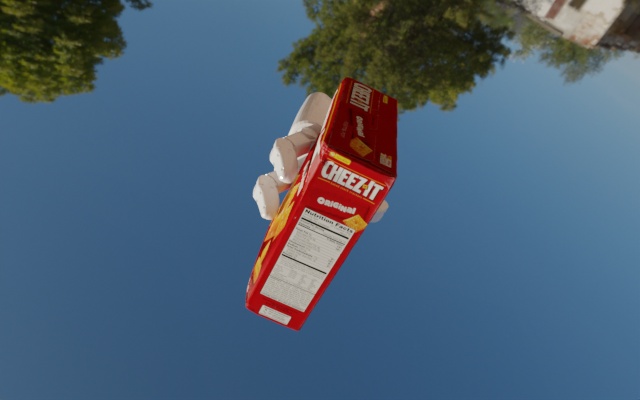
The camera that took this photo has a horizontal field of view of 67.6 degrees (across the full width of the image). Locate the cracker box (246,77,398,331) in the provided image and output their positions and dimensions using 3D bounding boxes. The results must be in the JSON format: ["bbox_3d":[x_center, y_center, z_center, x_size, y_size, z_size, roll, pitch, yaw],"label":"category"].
[{"bbox_3d":[0.000,0.002,0.496,0.072,0.214,0.164,23,34,-7],"label":"cracker box"}]
